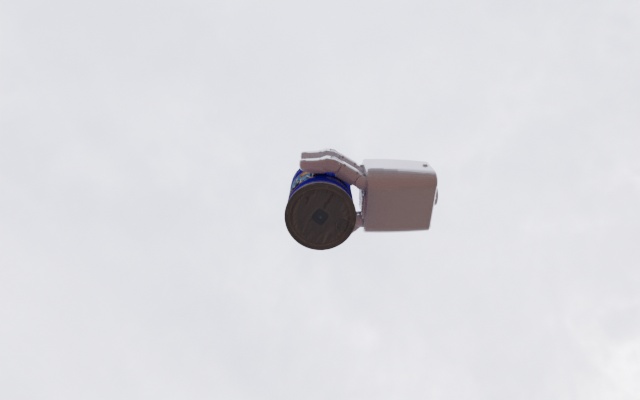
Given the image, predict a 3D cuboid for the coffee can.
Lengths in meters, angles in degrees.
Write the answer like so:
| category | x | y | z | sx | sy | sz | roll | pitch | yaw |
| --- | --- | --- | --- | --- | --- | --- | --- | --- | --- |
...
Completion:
| category | x | y | z | sx | sy | sz | roll | pitch | yaw |
| --- | --- | --- | --- | --- | --- | --- | --- | --- | --- |
| coffee can | 0.000 | 0.003 | 0.741 | 0.103 | 0.103 | 0.140 | 0 | 18 | 0 |
